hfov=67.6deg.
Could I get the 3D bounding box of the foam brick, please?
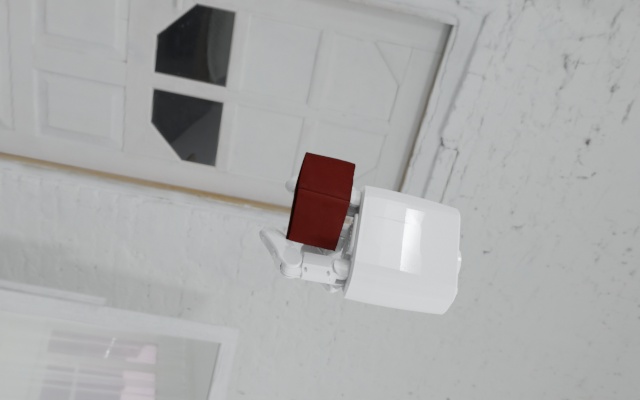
[{"bbox_3d":[0.000,0.001,0.465,0.051,0.053,0.078,13,-44,0],"label":"foam brick"}]
